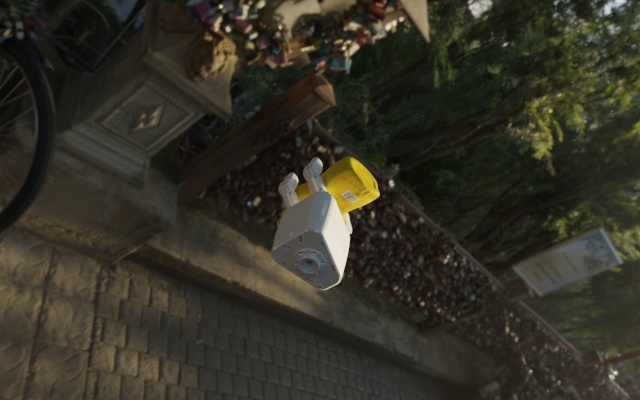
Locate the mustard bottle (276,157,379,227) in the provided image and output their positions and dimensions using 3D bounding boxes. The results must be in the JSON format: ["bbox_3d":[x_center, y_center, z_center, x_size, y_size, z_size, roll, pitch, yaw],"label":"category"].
[{"bbox_3d":[0.000,0.002,0.835,0.192,0.058,0.096,-30,-44,24],"label":"mustard bottle"}]
